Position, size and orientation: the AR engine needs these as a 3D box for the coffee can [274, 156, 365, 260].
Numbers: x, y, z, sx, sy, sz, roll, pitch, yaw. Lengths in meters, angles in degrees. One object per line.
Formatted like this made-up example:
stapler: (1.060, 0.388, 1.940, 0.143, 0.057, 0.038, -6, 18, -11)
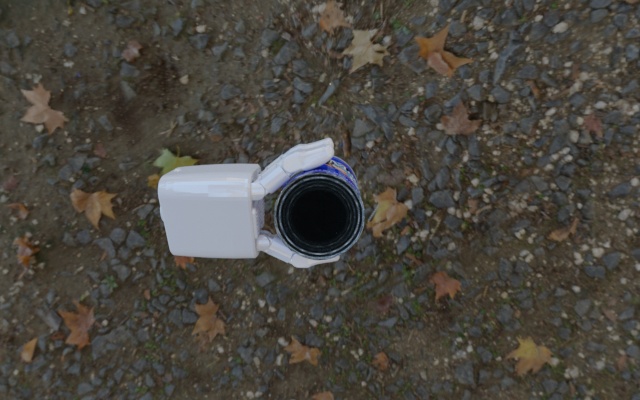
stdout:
coffee can: (0.000, 0.002, 0.598, 0.103, 0.103, 0.140, 0, 14, 1)
